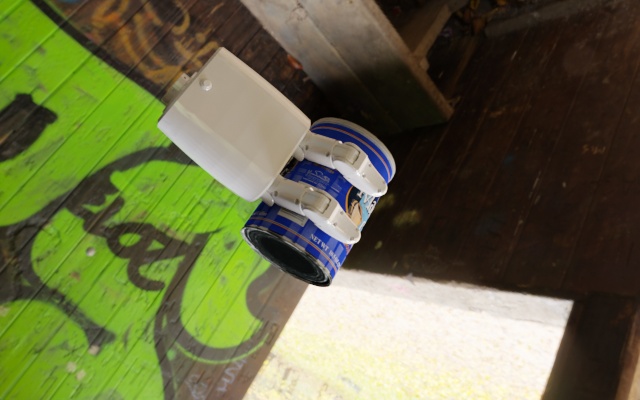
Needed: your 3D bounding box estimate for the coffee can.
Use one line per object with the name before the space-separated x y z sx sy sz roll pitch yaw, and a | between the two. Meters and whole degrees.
coffee can | 0.000 0.002 0.487 0.103 0.140 0.103 27 -23 12
